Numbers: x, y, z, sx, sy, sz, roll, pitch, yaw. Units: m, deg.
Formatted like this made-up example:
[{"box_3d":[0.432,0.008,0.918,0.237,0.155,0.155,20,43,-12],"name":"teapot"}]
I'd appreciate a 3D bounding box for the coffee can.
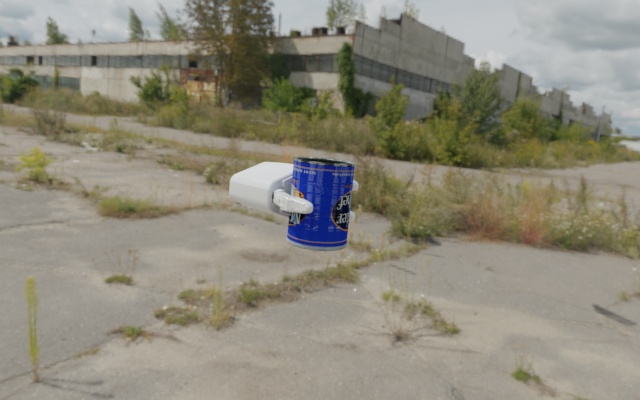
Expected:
[{"box_3d":[0.000,0.003,0.791,0.103,0.140,0.103,5,10,-1],"name":"coffee can"}]
